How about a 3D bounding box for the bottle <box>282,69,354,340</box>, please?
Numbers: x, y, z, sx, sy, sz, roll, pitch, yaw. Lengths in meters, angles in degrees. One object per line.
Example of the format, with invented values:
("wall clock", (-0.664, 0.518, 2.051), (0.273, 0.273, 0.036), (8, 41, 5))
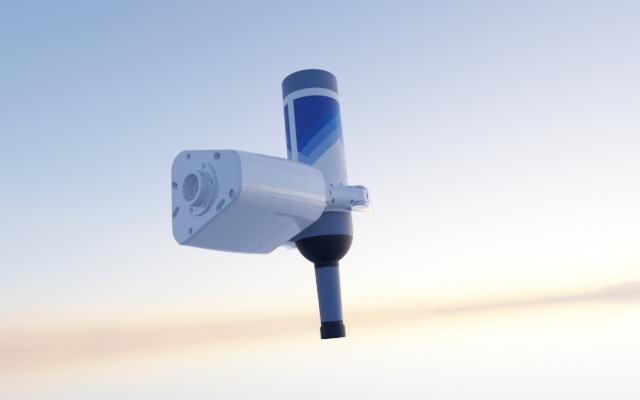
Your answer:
("bottle", (0.000, 0.001, 0.533), (0.069, 0.295, 0.069), (-5, -14, -1))
